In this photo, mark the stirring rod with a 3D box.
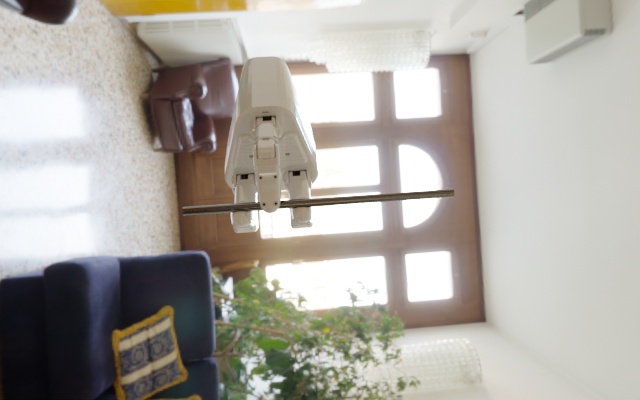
[{"bbox_3d":[0.000,0.001,0.425,0.239,0.011,0.011,-4,0,-4],"label":"stirring rod"}]
